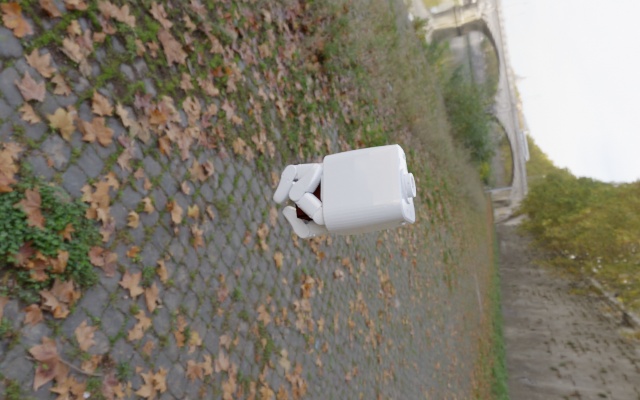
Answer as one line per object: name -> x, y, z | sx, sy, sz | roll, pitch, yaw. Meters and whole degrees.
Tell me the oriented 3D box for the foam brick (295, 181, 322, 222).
foam brick -> 0.000, 0.002, 0.711 | 0.051, 0.053, 0.078 | -10, -11, 19
